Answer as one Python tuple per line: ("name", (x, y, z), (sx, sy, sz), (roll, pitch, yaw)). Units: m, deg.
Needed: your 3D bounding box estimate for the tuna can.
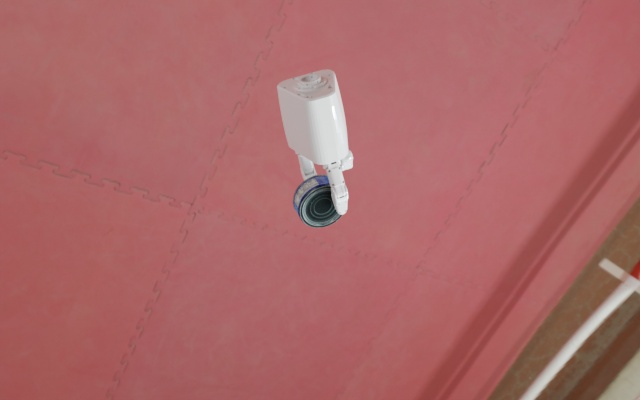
("tuna can", (0.000, 0.003, 0.784), (0.086, 0.086, 0.033), (0, 32, -23))
